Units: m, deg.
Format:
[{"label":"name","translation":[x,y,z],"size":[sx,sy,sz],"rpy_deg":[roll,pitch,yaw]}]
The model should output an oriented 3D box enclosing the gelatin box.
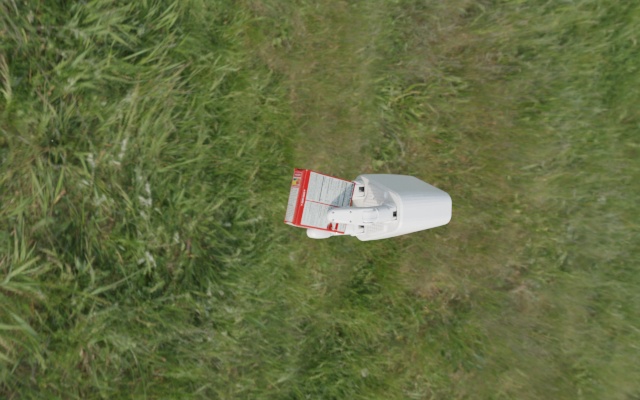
[{"label":"gelatin box","translation":[0.000,0.002,0.634],"size":[0.089,0.073,0.030],"rpy_deg":[12,-2,-39]}]
